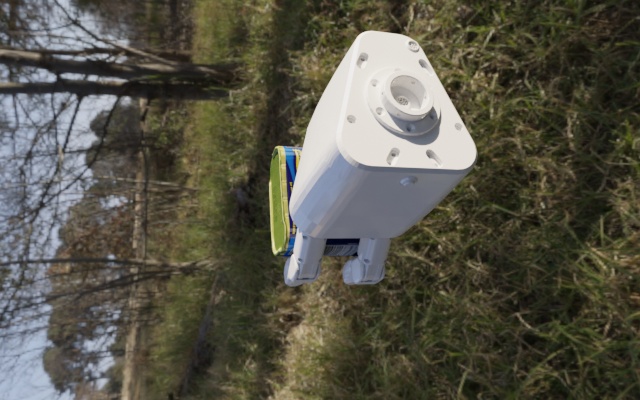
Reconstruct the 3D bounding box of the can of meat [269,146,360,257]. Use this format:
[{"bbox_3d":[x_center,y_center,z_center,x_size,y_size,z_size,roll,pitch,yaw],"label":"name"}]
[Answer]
[{"bbox_3d":[0.000,0.001,0.431,0.084,0.102,0.057,1,-21,-17],"label":"can of meat"}]
